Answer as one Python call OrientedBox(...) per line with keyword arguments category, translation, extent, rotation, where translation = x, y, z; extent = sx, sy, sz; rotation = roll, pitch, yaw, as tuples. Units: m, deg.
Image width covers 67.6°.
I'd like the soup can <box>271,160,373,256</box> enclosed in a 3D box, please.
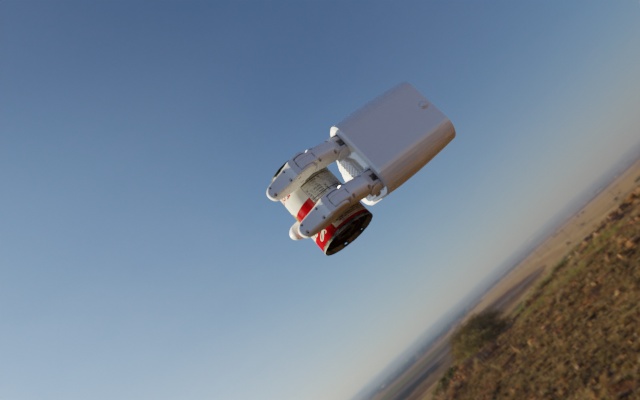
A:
OrientedBox(category="soup can", translation=(0.000, 0.002, 0.537), extent=(0.068, 0.102, 0.068), rotation=(-36, -20, -15))
